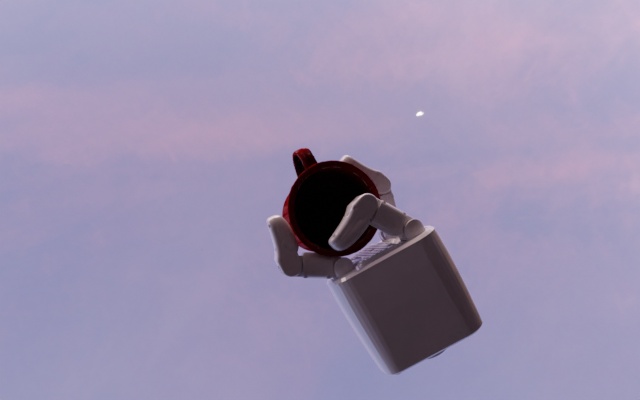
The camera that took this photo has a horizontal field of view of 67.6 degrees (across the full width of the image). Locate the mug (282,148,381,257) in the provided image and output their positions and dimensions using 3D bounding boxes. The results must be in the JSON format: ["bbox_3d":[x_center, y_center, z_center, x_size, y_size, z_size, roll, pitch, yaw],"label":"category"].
[{"bbox_3d":[-0.001,0.000,0.493,0.093,0.117,0.081,-27,0,-15],"label":"mug"}]
